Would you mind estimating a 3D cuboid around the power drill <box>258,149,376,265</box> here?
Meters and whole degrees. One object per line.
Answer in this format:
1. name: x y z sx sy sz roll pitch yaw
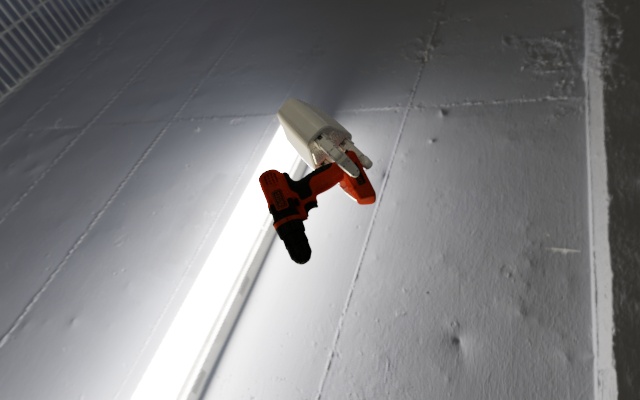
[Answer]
1. power drill: 0.000 0.002 0.852 0.187 0.184 0.057 -21 -16 -8
